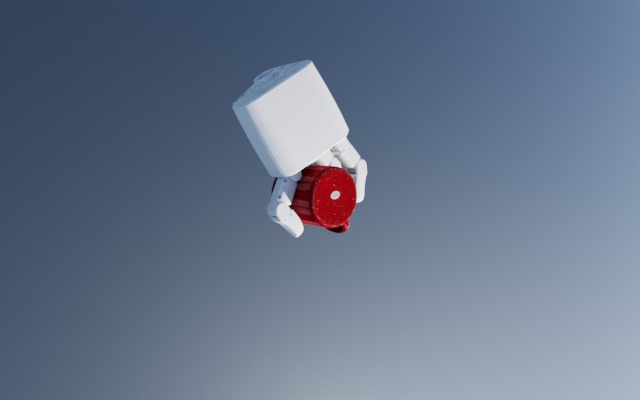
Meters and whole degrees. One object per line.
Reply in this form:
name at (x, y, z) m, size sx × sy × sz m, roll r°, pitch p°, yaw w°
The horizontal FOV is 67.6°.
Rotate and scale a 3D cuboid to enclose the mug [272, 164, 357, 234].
mug at (0.001, 0.003, 0.653) m, size 0.081 × 0.117 × 0.093 m, roll 7°, pitch 47°, yaw 50°
